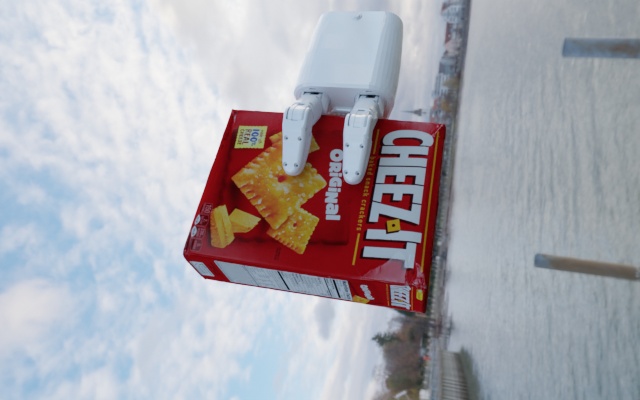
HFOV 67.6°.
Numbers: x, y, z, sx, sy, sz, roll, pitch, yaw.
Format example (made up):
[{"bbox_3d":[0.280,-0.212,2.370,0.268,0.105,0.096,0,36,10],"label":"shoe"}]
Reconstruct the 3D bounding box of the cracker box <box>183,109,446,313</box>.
[{"bbox_3d":[0.000,0.002,0.446,0.213,0.164,0.072,6,-28,14],"label":"cracker box"}]
